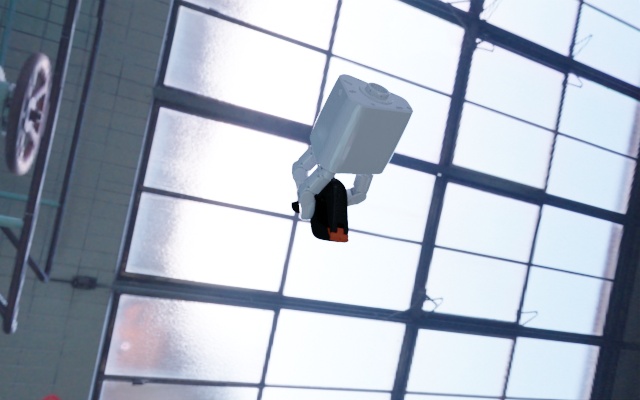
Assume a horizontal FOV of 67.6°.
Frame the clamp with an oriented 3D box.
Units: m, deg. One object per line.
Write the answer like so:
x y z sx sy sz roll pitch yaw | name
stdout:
0.001 0.003 0.728 0.036 0.165 0.209 10 36 -20 | clamp
